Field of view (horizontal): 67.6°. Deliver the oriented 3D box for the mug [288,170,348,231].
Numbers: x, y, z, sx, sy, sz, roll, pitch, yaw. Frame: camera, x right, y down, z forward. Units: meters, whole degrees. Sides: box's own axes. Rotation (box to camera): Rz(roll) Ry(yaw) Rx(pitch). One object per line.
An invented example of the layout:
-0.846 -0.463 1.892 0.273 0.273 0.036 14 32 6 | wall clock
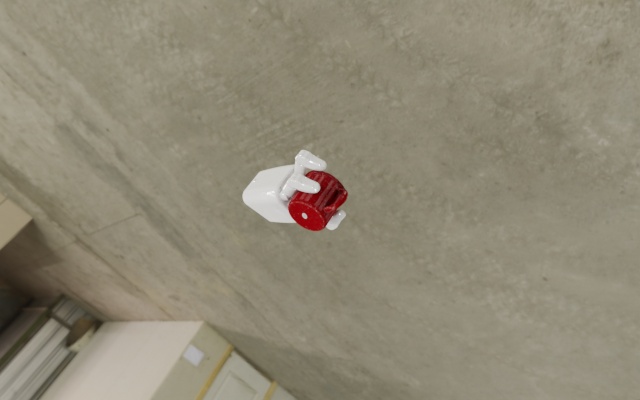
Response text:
0.001 0.003 0.894 0.117 0.093 0.081 -4 41 41 | mug
